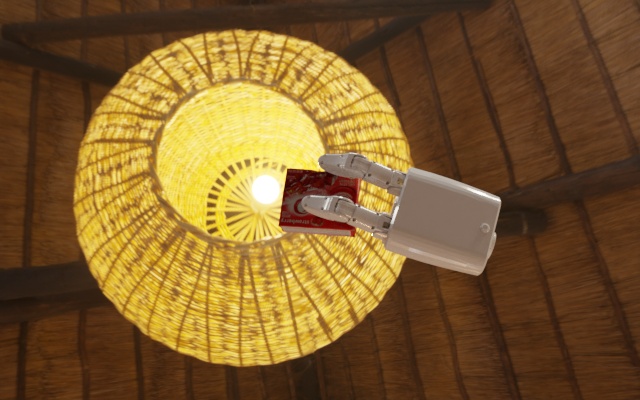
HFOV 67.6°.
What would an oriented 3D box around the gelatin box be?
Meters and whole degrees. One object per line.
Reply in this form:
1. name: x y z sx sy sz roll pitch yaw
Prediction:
1. gelatin box: 0.000 0.002 0.559 0.089 0.073 0.030 4 -20 9
